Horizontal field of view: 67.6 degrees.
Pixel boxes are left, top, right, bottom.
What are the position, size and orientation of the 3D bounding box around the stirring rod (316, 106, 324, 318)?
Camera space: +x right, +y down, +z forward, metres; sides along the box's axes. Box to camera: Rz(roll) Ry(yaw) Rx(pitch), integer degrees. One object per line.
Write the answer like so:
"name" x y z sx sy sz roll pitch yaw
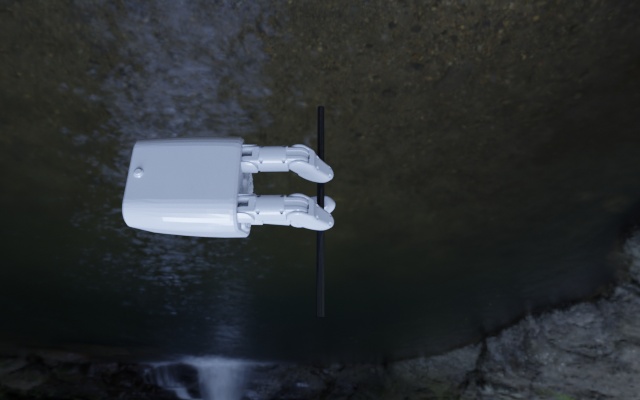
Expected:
"stirring rod" 0.000 0.002 0.501 0.011 0.239 0.011 0 -25 0
